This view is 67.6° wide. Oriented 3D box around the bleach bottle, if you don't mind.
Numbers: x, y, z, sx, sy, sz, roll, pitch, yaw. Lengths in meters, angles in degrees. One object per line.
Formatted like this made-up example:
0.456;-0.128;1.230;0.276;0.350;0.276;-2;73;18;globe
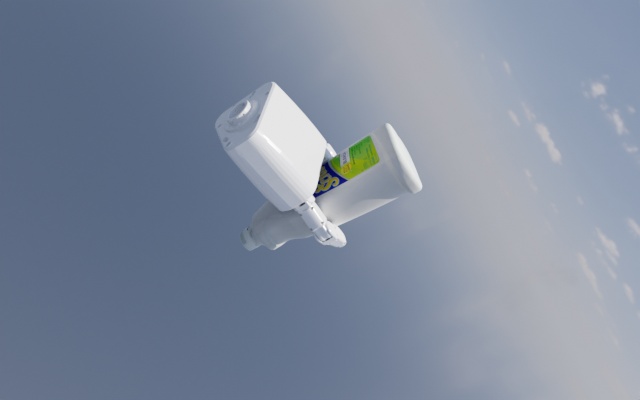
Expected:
0.000;0.002;0.622;0.251;0.068;0.102;-30;35;17;bleach bottle
